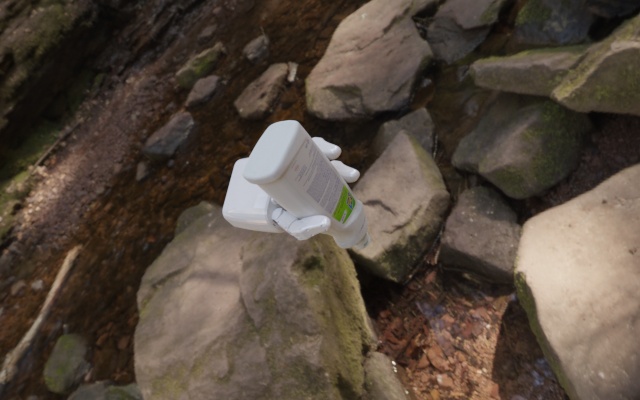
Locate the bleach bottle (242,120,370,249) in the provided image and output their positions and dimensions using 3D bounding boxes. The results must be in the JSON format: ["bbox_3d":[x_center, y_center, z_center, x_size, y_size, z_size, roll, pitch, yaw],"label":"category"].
[{"bbox_3d":[0.000,0.002,0.693,0.068,0.102,0.251,1,-34,40],"label":"bleach bottle"}]
